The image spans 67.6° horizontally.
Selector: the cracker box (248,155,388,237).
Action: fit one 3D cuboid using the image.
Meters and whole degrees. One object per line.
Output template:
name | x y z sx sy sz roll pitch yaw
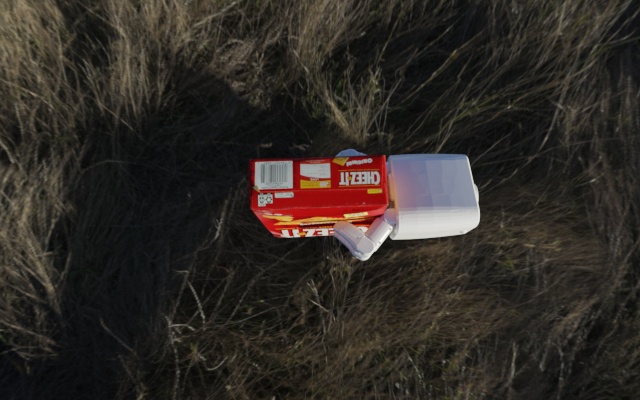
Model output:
cracker box | 0.000 0.002 0.656 0.164 0.072 0.214 -2 -13 1
